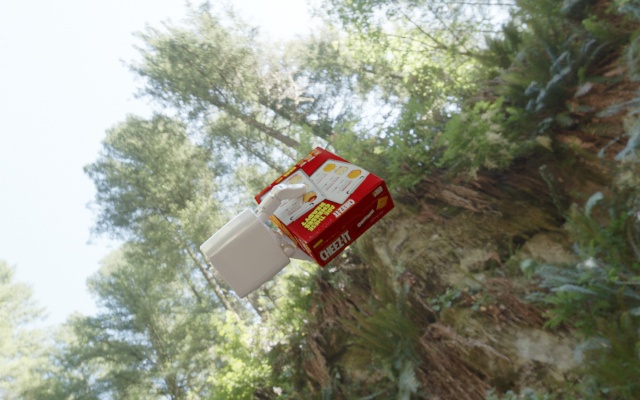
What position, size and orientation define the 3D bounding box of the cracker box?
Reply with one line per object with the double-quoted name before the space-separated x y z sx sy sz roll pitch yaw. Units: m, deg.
"cracker box" 0.000 0.003 0.843 0.164 0.072 0.213 -39 36 -12
